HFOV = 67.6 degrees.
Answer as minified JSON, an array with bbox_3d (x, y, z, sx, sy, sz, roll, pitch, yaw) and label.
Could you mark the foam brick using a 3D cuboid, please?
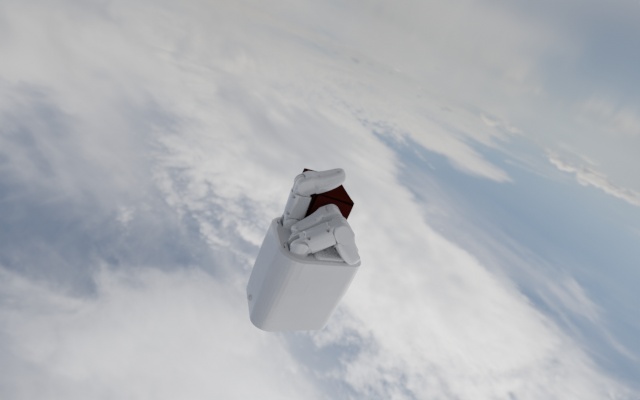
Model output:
[{"bbox_3d":[0.000,0.002,0.600,0.053,0.051,0.078,16,22,-20],"label":"foam brick"}]
